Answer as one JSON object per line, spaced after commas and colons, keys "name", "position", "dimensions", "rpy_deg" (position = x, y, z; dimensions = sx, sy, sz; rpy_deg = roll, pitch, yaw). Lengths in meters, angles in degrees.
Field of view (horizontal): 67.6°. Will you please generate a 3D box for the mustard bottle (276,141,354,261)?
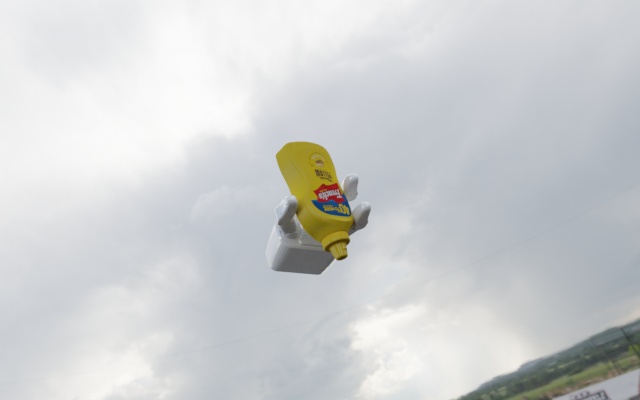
{"name": "mustard bottle", "position": [0.000, 0.002, 0.720], "dimensions": [0.096, 0.191, 0.058], "rpy_deg": [8, -38, -44]}
